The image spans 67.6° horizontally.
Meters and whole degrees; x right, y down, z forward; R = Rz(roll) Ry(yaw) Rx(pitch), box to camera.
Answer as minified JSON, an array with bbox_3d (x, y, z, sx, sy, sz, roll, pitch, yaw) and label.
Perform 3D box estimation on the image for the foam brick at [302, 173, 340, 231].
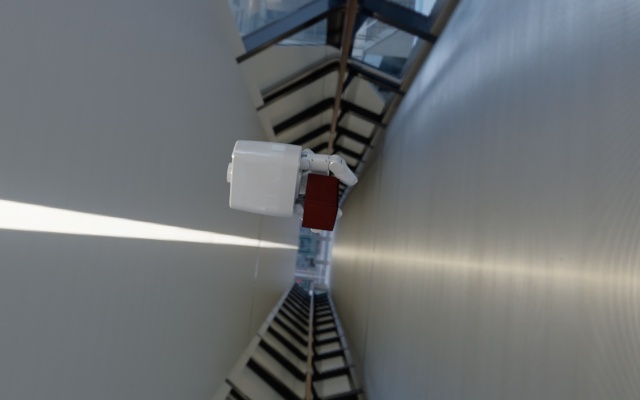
[{"bbox_3d":[0.000,0.003,0.752,0.051,0.053,0.078,8,38,-3],"label":"foam brick"}]
